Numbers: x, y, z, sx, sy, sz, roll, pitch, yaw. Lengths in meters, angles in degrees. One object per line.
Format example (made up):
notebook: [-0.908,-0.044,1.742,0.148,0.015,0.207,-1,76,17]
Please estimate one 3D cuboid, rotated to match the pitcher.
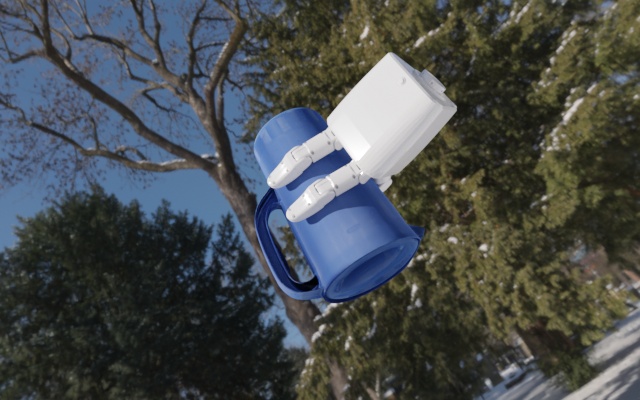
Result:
pitcher: [0.000,0.002,0.607,0.149,0.242,0.145,8,-47,-51]
